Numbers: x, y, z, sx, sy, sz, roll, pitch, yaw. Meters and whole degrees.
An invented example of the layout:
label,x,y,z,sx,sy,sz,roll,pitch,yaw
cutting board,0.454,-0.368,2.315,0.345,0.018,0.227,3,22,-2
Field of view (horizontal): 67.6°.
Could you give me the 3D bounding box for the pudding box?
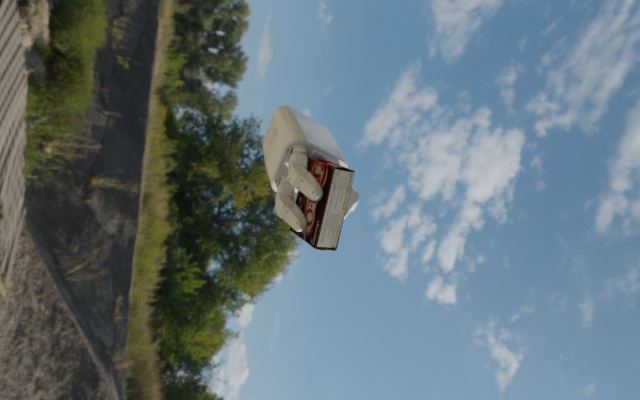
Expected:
label,x,y,z,sx,sy,sz,roll,pitch,yaw
pudding box,0.000,0.002,0.655,0.039,0.113,0.090,6,10,-26
